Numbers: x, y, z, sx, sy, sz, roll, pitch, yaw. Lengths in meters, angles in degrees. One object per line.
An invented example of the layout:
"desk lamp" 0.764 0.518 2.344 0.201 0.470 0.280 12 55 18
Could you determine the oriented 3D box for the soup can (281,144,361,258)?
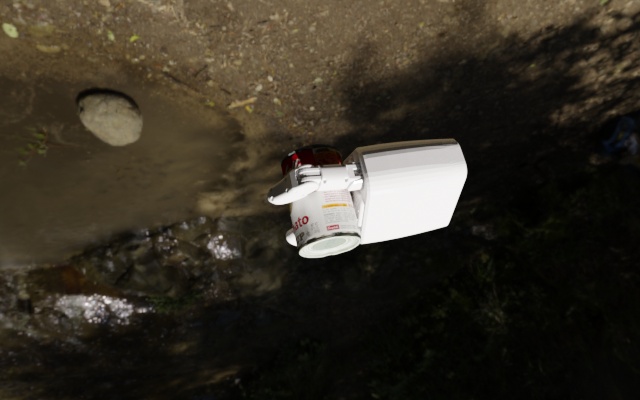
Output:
"soup can" 0.000 0.002 0.502 0.068 0.102 0.068 -11 -22 -4
